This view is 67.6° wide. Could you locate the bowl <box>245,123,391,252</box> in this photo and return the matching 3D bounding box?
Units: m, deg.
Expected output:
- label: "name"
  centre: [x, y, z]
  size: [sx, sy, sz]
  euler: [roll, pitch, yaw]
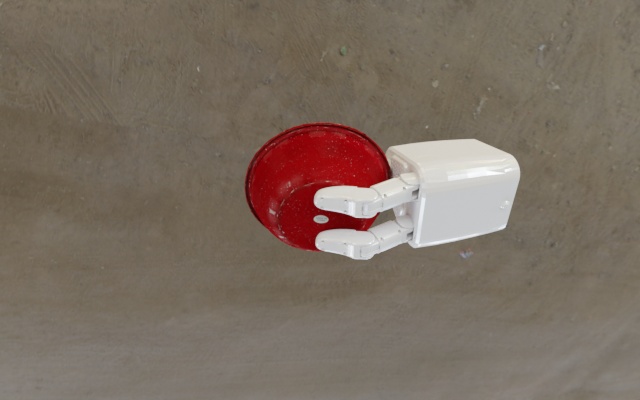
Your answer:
- label: "bowl"
  centre: [-0.001, 0.002, 0.504]
  size: [0.162, 0.162, 0.055]
  euler: [0, 37, -6]
